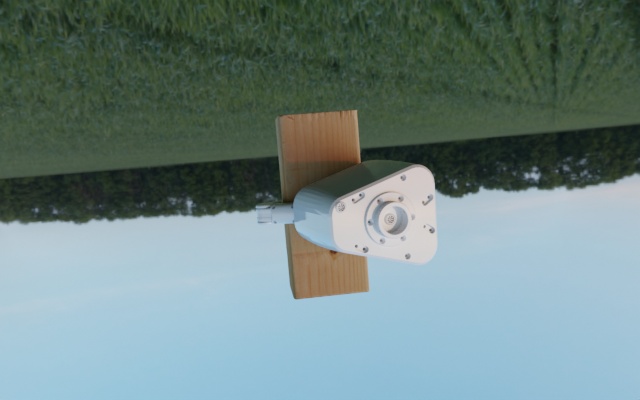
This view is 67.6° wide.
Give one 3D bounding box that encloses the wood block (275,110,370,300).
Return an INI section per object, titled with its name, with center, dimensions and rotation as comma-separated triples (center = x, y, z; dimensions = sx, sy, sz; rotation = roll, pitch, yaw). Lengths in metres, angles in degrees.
[wood block]
center = 0.000, 0.002, 0.572
dimensions = 0.091, 0.206, 0.090
rotation = -5, 6, -6
